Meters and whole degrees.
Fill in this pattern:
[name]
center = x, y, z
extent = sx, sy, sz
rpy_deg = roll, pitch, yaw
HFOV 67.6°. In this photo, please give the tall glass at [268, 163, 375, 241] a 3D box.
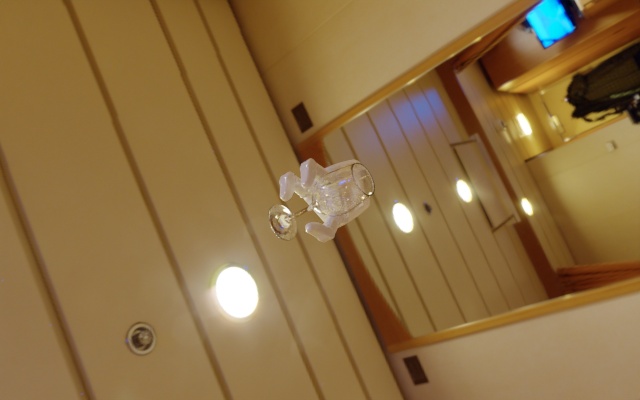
[tall glass]
center = 0.000, 0.003, 0.855
extent = 0.201, 0.079, 0.079
rpy_deg = -28, -17, 35
